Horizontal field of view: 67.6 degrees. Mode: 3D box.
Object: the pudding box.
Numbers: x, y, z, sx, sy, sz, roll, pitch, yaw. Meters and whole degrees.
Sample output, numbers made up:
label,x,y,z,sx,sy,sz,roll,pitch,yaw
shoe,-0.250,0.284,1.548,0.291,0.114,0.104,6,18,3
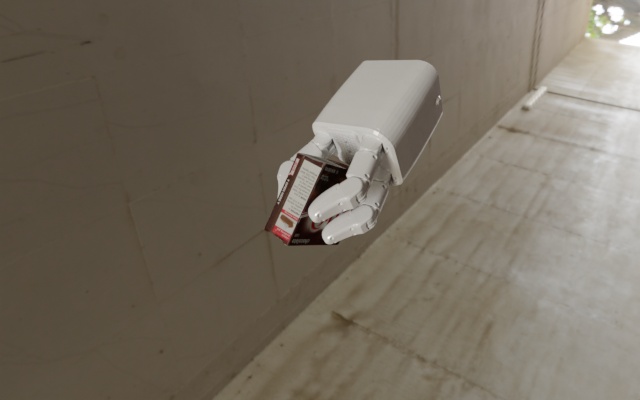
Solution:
label,x,y,z,sx,sy,sz,roll,pitch,yaw
pudding box,0.000,0.002,0.510,0.039,0.090,0.113,29,10,30
